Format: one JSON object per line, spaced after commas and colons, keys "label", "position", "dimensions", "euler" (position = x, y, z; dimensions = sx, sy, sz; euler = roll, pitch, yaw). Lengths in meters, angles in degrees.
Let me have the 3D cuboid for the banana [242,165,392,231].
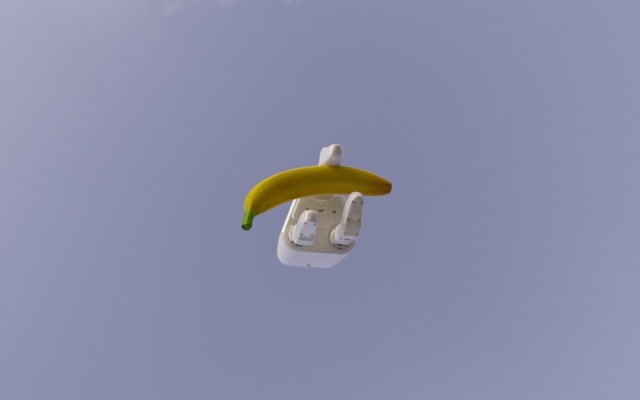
{"label": "banana", "position": [-0.010, -0.012, 0.579], "dimensions": [0.198, 0.069, 0.037], "euler": [-15, -29, -21]}
